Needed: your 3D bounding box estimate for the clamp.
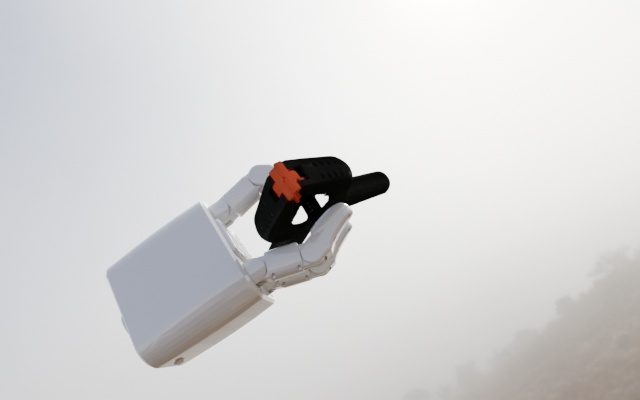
[{"bbox_3d":[-0.001,0.001,0.436,0.164,0.036,0.210,-37,-16,-6],"label":"clamp"}]
